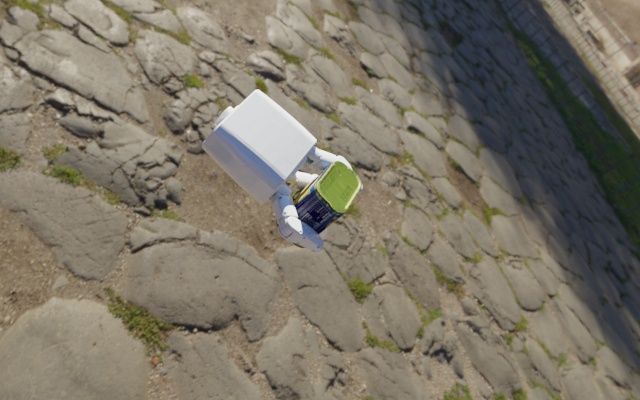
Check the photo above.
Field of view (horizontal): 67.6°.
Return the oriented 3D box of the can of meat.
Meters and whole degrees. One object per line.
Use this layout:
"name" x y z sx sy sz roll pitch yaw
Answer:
"can of meat" 0.000 0.002 0.628 0.084 0.057 0.102 -41 8 36
